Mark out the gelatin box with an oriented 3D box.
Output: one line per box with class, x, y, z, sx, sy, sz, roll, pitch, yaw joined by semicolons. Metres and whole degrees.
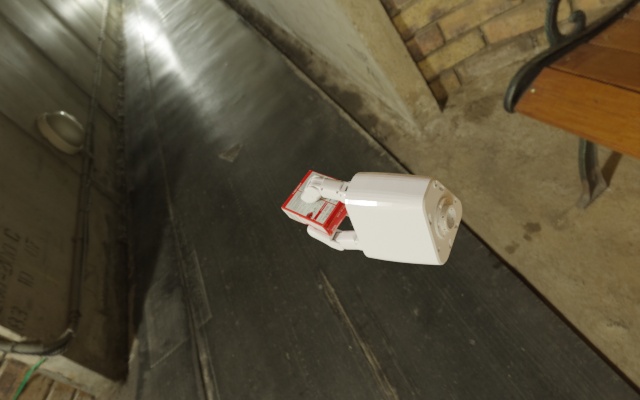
gelatin box;0.000;0.002;0.673;0.089;0.073;0.030;22;-21;41
